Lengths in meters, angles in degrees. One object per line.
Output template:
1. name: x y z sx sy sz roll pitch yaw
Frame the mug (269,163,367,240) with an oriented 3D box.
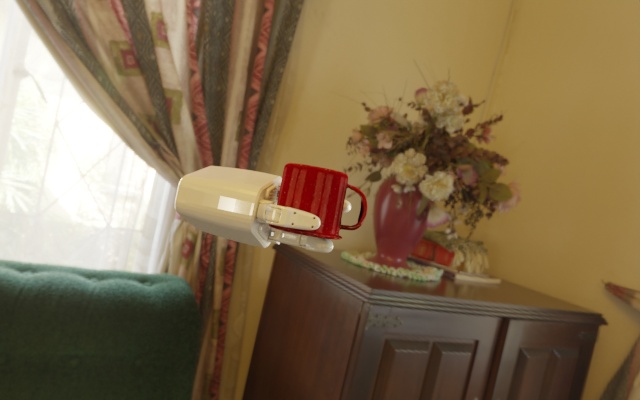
1. mug: 0.002 0.002 0.592 0.117 0.081 0.093 11 1 8
